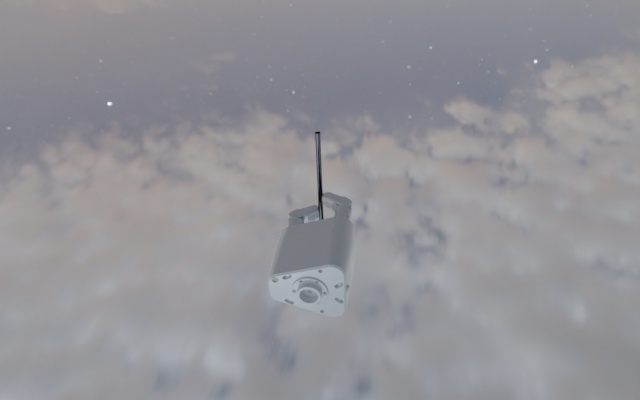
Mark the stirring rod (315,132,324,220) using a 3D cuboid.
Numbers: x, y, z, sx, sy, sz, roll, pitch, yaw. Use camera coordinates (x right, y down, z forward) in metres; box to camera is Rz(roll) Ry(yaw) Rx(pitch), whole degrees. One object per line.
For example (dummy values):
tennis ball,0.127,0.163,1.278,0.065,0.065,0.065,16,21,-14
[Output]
stirring rod,0.000,0.002,0.761,0.011,0.240,0.011,-2,33,1
